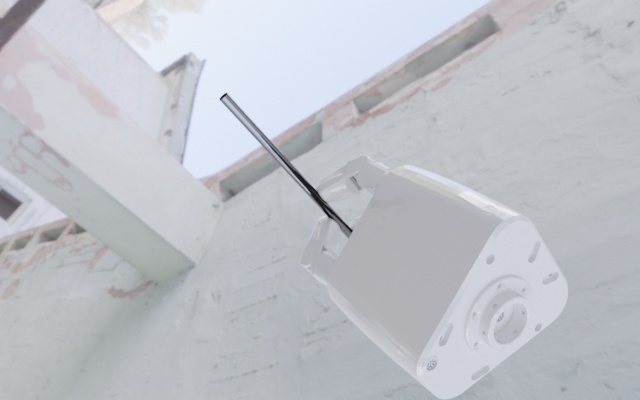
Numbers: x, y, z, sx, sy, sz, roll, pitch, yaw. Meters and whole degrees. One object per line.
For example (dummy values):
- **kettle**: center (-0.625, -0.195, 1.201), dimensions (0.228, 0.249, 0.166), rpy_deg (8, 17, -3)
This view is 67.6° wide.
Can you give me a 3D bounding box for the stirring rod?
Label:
- **stirring rod**: center (0.000, 0.001, 0.405), dimensions (0.011, 0.011, 0.240), rpy_deg (0, -40, 49)
